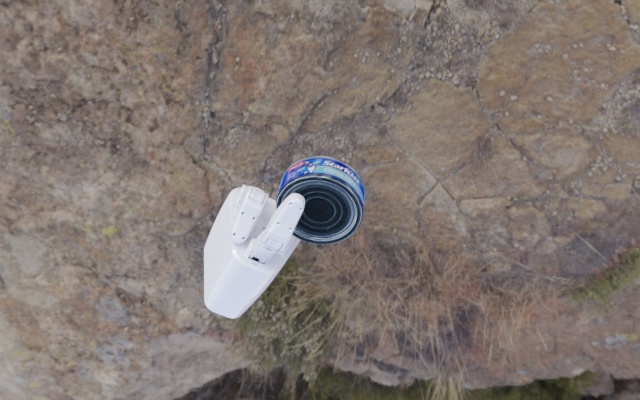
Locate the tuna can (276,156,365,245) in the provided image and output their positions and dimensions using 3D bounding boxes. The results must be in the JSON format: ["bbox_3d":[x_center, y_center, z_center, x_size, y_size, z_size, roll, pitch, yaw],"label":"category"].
[{"bbox_3d":[0.000,0.002,0.464,0.086,0.086,0.033,0,36,9],"label":"tuna can"}]
